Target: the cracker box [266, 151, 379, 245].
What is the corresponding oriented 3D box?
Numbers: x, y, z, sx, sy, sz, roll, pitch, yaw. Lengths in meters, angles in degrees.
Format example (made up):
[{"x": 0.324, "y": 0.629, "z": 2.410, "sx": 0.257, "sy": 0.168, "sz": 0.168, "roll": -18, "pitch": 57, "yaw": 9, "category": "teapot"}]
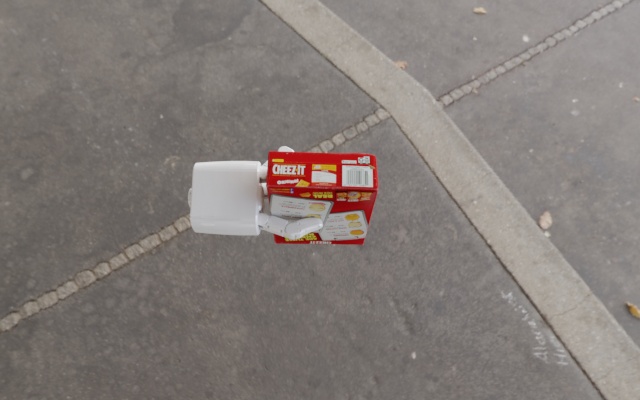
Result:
[{"x": 0.000, "y": 0.003, "z": 0.788, "sx": 0.164, "sy": 0.072, "sz": 0.214, "roll": 1, "pitch": -27, "yaw": -1, "category": "cracker box"}]
